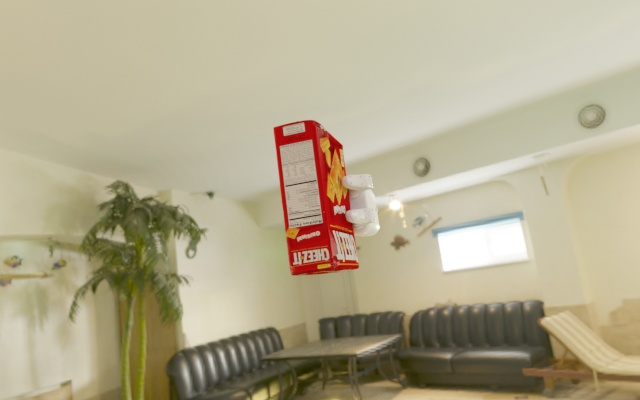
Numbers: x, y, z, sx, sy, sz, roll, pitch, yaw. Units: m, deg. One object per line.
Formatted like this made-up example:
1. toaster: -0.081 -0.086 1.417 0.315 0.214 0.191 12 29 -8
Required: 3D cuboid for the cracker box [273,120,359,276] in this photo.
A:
1. cracker box: 0.000 0.002 0.727 0.072 0.213 0.164 -11 -10 15
